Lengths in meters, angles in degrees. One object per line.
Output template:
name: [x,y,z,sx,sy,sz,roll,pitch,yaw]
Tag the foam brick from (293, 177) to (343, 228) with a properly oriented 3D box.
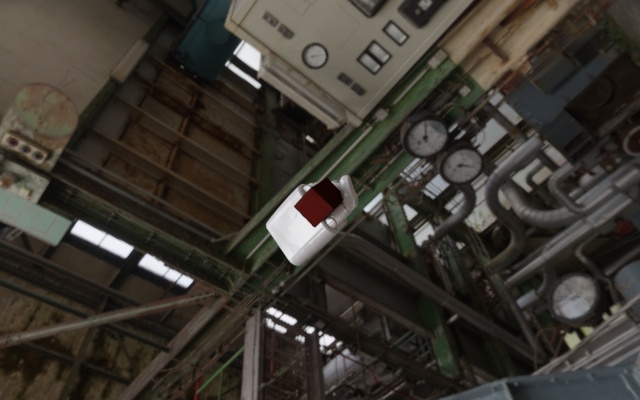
foam brick: [0.000,0.003,0.808,0.051,0.053,0.078,-45,-3,24]
